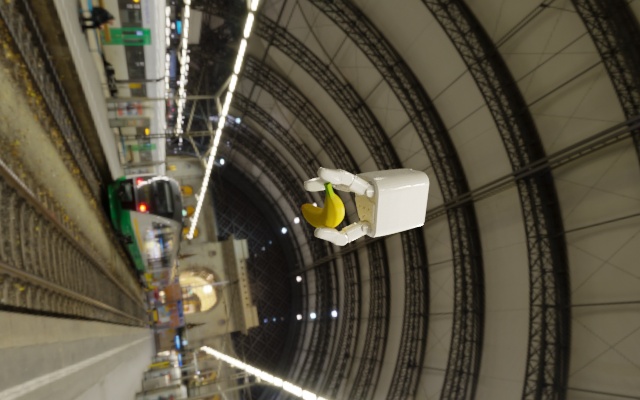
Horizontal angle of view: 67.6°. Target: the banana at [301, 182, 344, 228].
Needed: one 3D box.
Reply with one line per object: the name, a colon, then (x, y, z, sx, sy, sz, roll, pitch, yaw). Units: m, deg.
banana: (0.006, 0.020, 0.862, 0.037, 0.069, 0.198, -13, -9, -18)
